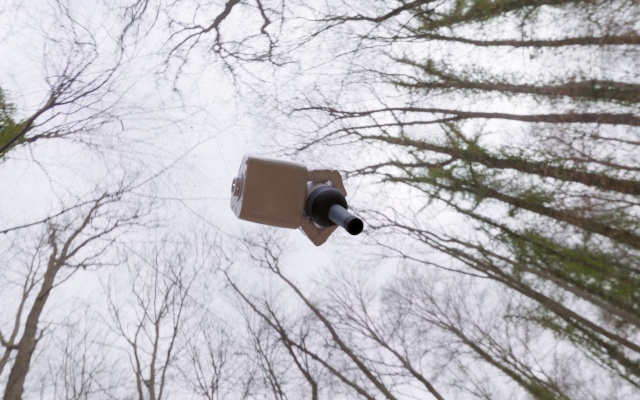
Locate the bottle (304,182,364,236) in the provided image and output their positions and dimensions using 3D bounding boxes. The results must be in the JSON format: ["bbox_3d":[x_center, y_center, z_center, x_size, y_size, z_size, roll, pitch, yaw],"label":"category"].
[{"bbox_3d":[0.000,0.003,0.828,0.069,0.069,0.295,0,14,-21],"label":"bottle"}]
